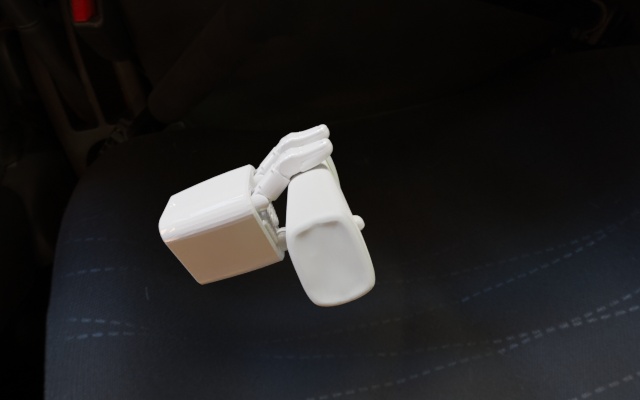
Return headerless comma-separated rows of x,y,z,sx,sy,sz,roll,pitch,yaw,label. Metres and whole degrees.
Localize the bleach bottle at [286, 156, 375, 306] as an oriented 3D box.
0.000,0.002,0.539,0.068,0.103,0.250,-19,25,4,bleach bottle
